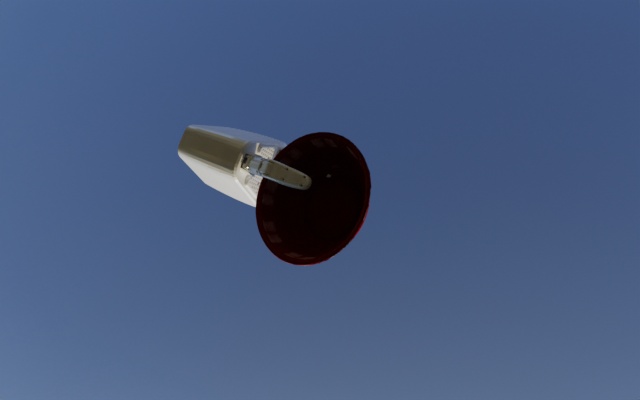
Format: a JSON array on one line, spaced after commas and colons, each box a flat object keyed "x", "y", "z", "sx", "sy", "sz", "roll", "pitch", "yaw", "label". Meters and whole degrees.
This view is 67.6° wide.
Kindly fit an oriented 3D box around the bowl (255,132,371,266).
[{"x": 0.001, "y": 0.003, "z": 0.578, "sx": 0.162, "sy": 0.162, "sz": 0.055, "roll": 0, "pitch": -15, "yaw": 34, "label": "bowl"}]
